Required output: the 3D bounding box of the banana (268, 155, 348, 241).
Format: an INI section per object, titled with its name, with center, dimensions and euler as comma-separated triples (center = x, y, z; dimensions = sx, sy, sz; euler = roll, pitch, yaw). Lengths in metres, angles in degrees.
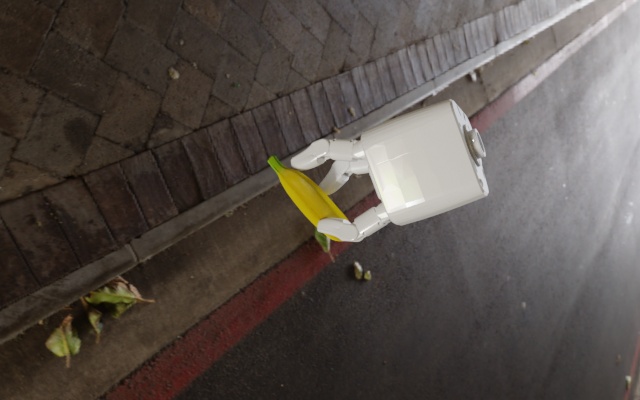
[banana]
center = 0.004, 0.013, 0.632
dimensions = 0.037, 0.069, 0.198
euler = -33, -45, 9
